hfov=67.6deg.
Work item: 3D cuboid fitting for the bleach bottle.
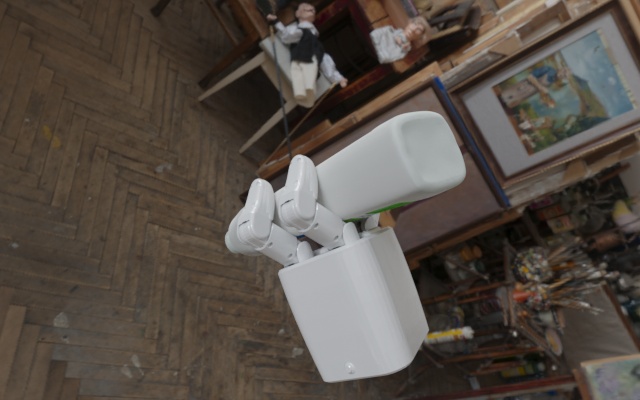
[{"bbox_3d":[0.000,0.001,0.449,0.251,0.068,0.102,-25,-6,40],"label":"bleach bottle"}]
